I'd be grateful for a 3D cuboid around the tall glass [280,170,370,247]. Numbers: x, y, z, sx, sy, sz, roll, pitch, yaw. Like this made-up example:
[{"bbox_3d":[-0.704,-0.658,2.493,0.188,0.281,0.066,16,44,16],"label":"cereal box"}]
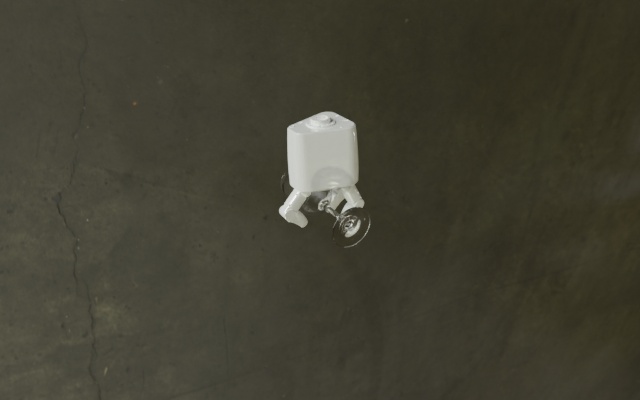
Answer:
[{"bbox_3d":[0.000,0.003,0.854,0.079,0.079,0.201,0,24,-34],"label":"tall glass"}]
